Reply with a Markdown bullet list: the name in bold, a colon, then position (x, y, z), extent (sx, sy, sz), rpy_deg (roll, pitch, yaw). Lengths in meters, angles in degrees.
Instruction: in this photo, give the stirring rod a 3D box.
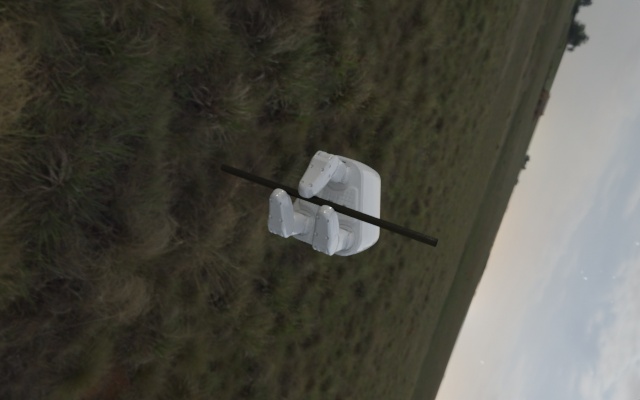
- **stirring rod**: position (0.000, 0.001, 0.479), extent (0.239, 0.011, 0.011), rpy_deg (19, 7, 20)
